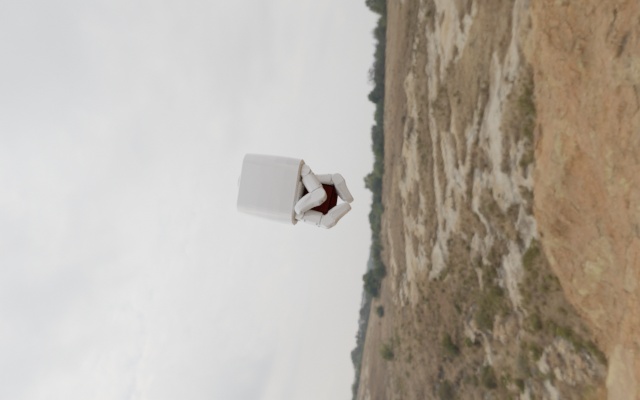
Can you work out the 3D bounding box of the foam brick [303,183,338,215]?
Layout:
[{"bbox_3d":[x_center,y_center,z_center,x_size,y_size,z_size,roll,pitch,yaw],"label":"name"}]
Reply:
[{"bbox_3d":[0.000,0.003,0.867,0.051,0.053,0.078,9,-14,10],"label":"foam brick"}]
